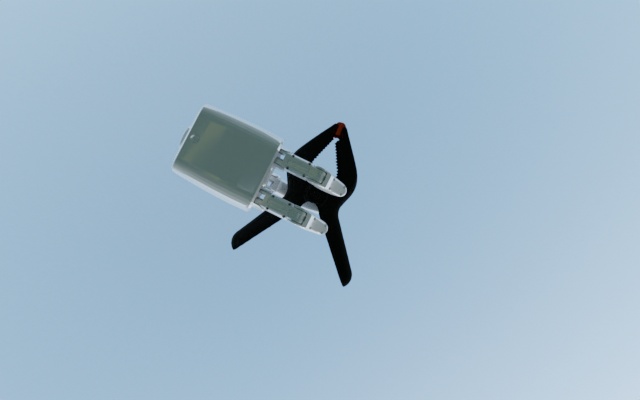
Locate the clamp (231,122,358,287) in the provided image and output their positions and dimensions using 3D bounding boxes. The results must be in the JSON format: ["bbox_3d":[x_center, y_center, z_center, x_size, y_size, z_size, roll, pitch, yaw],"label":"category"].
[{"bbox_3d":[0.000,0.001,0.630,0.164,0.210,0.036,27,-4,-9],"label":"clamp"}]
